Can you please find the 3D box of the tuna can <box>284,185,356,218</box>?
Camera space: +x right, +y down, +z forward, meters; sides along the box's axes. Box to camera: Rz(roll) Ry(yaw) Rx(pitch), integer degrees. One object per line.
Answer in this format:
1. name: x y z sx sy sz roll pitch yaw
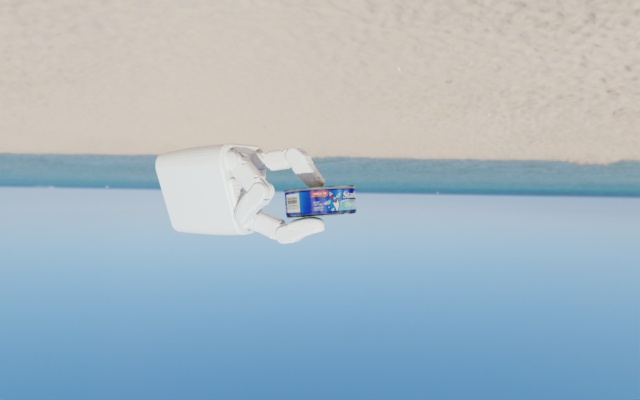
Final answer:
1. tuna can: 0.000 0.002 0.570 0.086 0.034 0.086 -4 -2 0
